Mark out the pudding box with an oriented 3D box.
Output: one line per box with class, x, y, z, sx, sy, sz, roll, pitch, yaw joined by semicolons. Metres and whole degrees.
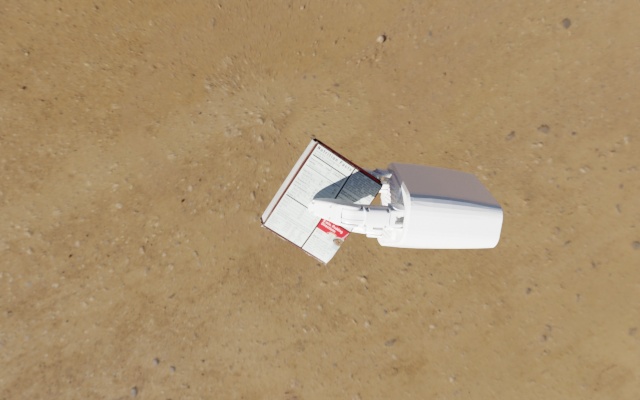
pudding box;0.000;0.002;0.527;0.090;0.113;0.039;33;5;-12
